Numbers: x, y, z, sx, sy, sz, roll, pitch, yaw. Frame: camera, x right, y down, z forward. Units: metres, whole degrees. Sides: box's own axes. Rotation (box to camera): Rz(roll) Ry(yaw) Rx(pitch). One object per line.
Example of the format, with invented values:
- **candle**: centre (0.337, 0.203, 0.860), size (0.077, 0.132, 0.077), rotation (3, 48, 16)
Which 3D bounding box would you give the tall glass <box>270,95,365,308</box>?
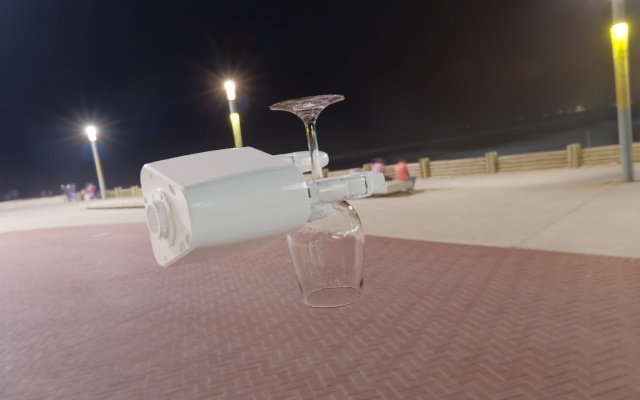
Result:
- **tall glass**: centre (0.000, 0.001, 0.477), size (0.079, 0.201, 0.079), rotation (-8, 6, 1)
